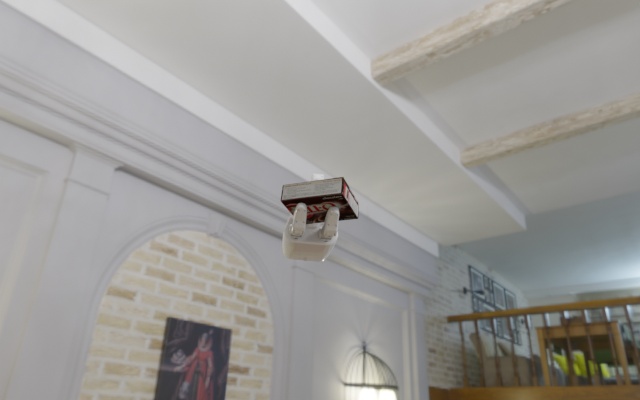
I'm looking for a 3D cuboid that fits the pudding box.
[{"bbox_3d":[0.000,0.003,0.820,0.113,0.039,0.090,-9,-31,19],"label":"pudding box"}]
